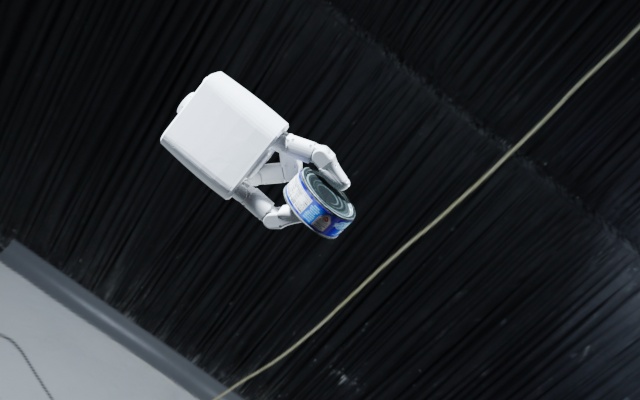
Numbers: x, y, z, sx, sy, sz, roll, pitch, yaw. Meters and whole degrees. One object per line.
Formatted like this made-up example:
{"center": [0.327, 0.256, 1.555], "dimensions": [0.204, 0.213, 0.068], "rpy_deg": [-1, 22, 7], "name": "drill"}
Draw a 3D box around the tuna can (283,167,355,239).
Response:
{"center": [0.001, 0.001, 0.559], "dimensions": [0.034, 0.086, 0.086], "rpy_deg": [-45, -20, 21], "name": "tuna can"}
